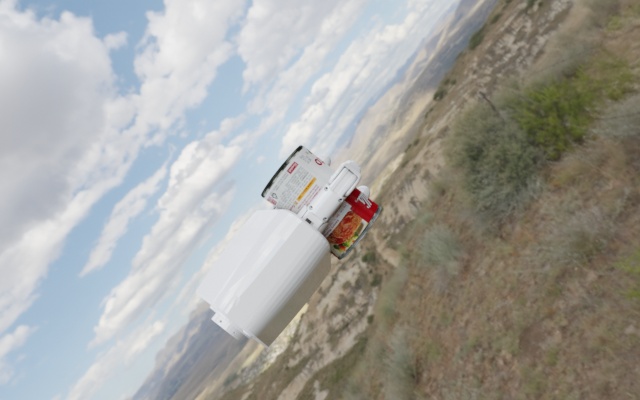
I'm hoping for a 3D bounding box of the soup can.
[{"bbox_3d":[0.000,0.001,0.477,0.102,0.068,0.068,38,-1,-1],"label":"soup can"}]
